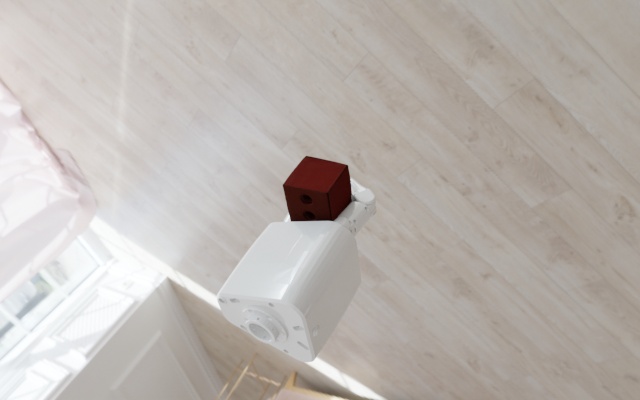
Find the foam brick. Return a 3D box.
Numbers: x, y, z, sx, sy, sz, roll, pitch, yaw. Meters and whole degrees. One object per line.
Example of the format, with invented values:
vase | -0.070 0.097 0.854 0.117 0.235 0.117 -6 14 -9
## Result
foam brick | 0.000 0.001 0.508 0.053 0.078 0.051 13 44 26
